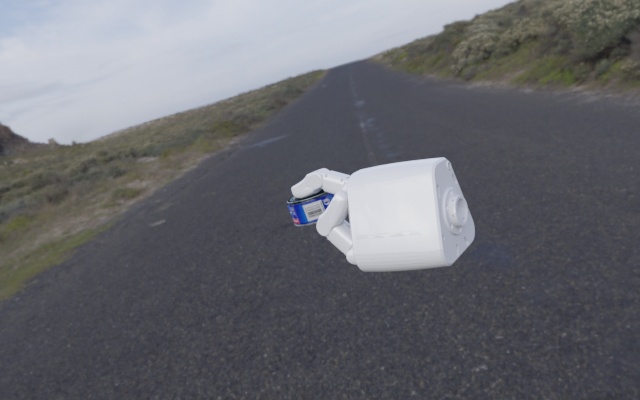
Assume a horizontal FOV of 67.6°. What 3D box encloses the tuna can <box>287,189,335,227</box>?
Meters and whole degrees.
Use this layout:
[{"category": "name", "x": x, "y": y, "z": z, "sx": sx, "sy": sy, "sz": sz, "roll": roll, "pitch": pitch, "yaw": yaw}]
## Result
[{"category": "tuna can", "x": 0.000, "y": 0.002, "z": 0.626, "sx": 0.086, "sy": 0.034, "sz": 0.086, "roll": -20, "pitch": 10, "yaw": 4}]
